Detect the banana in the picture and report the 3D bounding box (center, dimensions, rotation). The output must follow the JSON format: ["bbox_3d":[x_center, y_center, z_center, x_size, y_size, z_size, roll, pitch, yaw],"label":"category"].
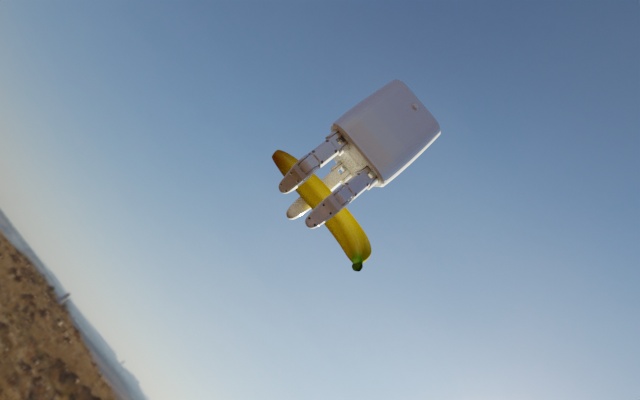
[{"bbox_3d":[0.008,0.010,0.606,0.037,0.197,0.070,-41,-26,4],"label":"banana"}]
